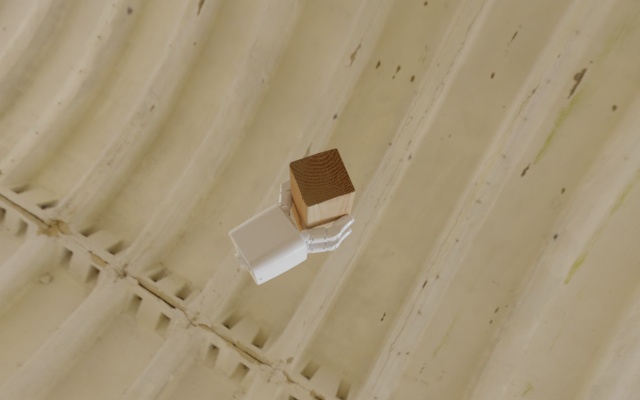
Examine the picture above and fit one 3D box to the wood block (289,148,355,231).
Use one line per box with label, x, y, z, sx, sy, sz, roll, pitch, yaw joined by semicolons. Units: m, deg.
wood block;0.000;0.003;0.887;0.090;0.090;0.206;-19;-22;-10
